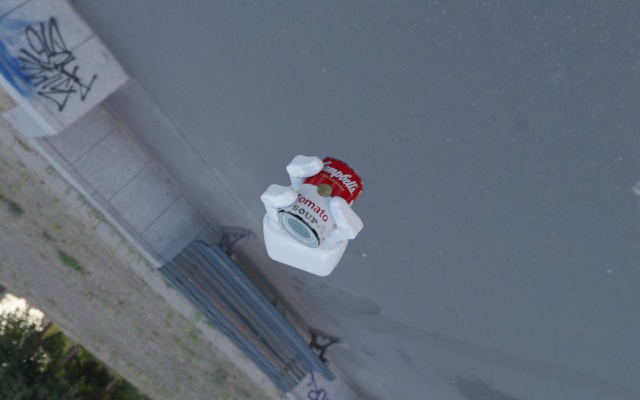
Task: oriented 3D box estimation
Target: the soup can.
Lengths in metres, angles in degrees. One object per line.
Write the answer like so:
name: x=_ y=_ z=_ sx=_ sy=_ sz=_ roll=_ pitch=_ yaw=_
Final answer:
soup can: x=0.000 y=0.002 z=0.611 sx=0.068 sy=0.068 sz=0.102 roll=0 pitch=44 yaw=54
